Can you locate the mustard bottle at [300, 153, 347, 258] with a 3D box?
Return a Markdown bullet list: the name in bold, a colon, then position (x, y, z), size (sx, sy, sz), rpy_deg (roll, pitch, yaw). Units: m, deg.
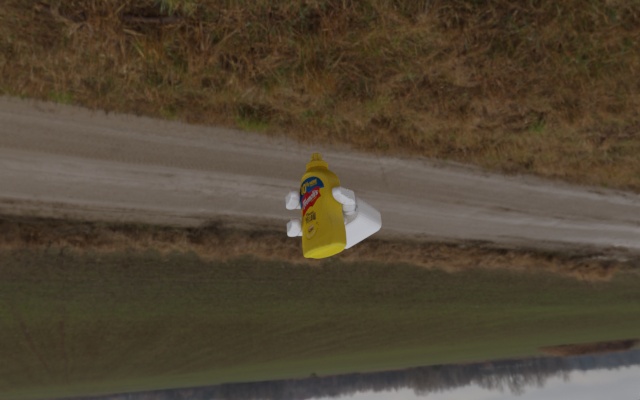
- **mustard bottle**: position (0.000, 0.003, 0.870), size (0.058, 0.191, 0.096), rpy_deg (8, -24, -32)
